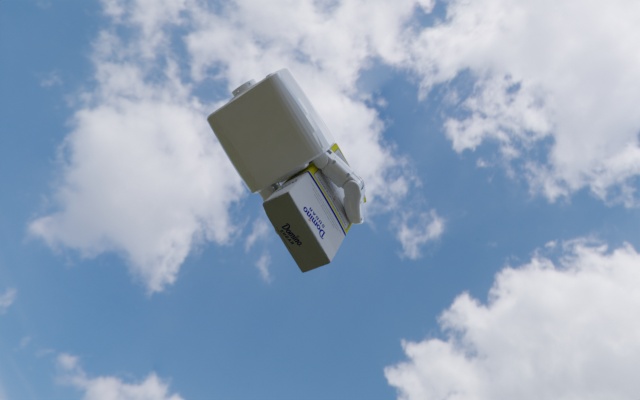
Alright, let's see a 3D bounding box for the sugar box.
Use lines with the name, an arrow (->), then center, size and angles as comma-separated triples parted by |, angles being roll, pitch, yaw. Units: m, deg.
sugar box -> 0.000, 0.002, 0.582 | 0.048, 0.093, 0.176 | -23, 13, 29
